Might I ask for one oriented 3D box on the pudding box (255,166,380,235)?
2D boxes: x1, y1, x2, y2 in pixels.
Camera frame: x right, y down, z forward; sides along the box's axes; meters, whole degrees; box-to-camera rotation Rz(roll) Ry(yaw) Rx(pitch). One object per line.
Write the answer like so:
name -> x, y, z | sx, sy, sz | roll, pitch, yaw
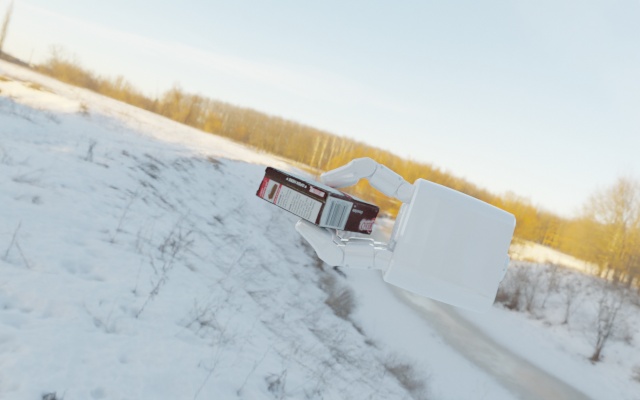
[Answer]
pudding box -> 0.000, 0.002, 0.522 | 0.090, 0.039, 0.113 | 23, 3, 34
